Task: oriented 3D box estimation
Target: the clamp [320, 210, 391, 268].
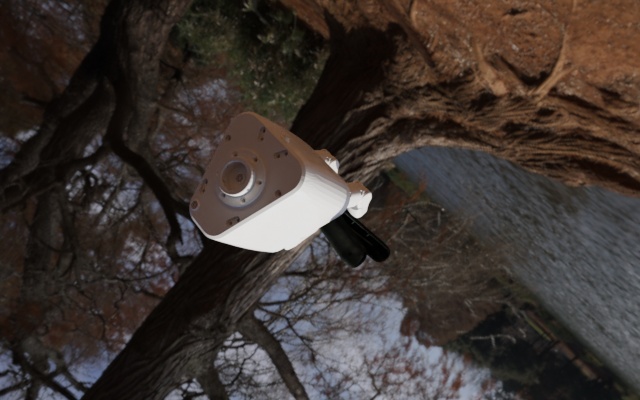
[{"bbox_3d":[-0.001,0.002,0.561,0.210,0.036,0.164,47,8,22],"label":"clamp"}]
